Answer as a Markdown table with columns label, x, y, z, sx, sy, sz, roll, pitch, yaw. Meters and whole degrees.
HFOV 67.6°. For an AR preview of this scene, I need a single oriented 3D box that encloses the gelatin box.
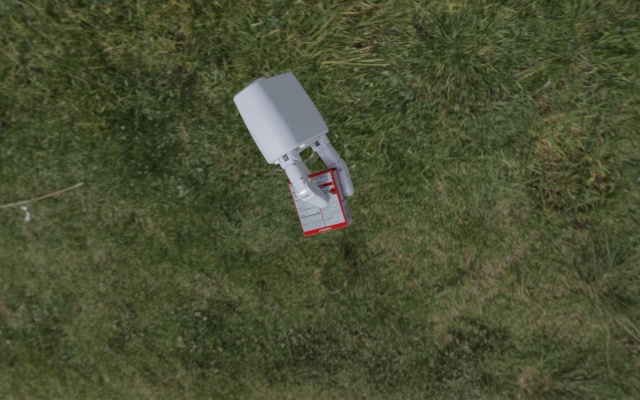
| label | x | y | z | sx | sy | sz | roll | pitch | yaw |
| --- | --- | --- | --- | --- | --- | --- | --- | --- | --- |
| gelatin box | 0.000 | 0.003 | 0.718 | 0.073 | 0.089 | 0.030 | -15 | 5 | 21 |
